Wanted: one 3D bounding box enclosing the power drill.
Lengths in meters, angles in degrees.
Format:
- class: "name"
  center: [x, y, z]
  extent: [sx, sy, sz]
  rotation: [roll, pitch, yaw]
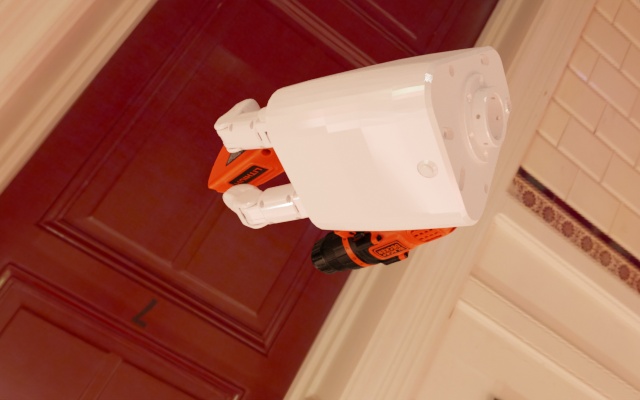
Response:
- class: "power drill"
  center: [0.000, 0.001, 0.428]
  extent: [0.188, 0.057, 0.184]
  rotation: [30, -38, -26]
